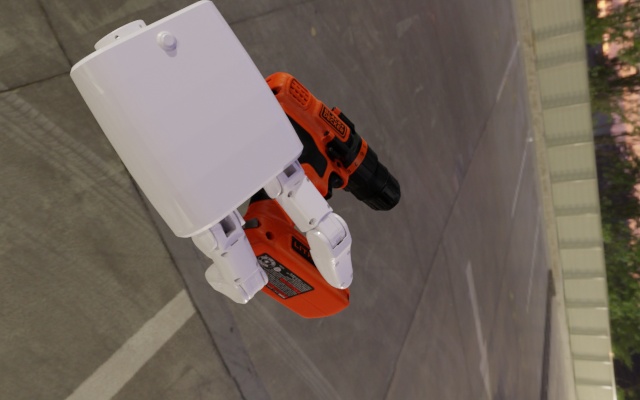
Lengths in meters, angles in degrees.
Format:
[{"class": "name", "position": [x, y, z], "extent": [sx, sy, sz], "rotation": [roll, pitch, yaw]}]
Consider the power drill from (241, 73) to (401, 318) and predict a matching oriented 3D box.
[{"class": "power drill", "position": [0.000, 0.002, 0.415], "extent": [0.184, 0.187, 0.057], "rotation": [38, -47, -26]}]
